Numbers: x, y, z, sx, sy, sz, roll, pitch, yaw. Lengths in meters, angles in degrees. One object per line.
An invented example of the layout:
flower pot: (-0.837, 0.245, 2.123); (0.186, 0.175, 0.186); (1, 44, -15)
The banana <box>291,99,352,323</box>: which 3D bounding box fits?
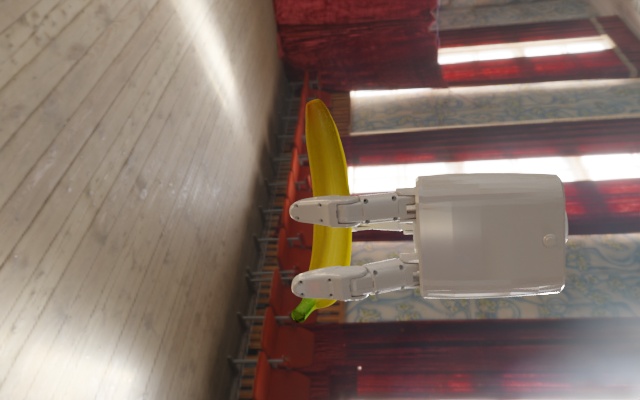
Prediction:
banana: (0.006, 0.009, 0.433); (0.037, 0.197, 0.070); (-3, -15, 19)
